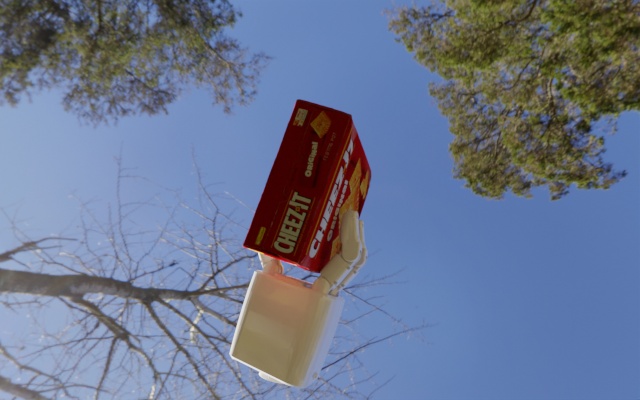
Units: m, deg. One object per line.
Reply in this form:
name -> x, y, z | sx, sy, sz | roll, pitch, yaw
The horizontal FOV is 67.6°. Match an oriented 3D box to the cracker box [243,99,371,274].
cracker box -> 0.000, 0.002, 0.574 | 0.072, 0.164, 0.214 | 17, -8, 14
